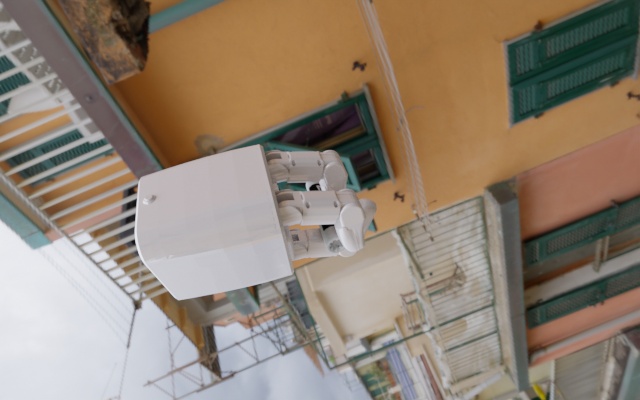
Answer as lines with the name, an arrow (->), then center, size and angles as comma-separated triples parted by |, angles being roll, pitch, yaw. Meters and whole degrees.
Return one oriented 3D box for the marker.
marker -> 0.000, 0.001, 0.454 | 0.020, 0.020, 0.121 | 0, 38, -17
